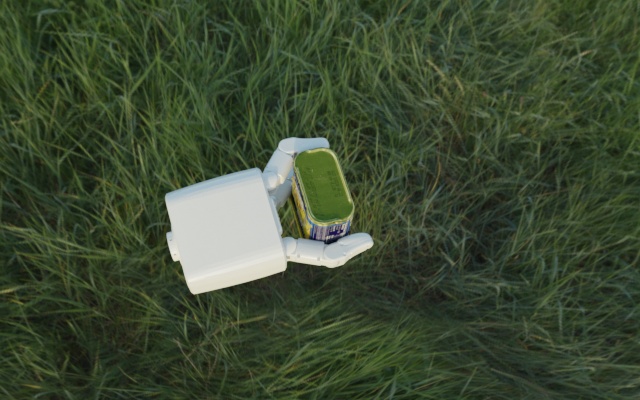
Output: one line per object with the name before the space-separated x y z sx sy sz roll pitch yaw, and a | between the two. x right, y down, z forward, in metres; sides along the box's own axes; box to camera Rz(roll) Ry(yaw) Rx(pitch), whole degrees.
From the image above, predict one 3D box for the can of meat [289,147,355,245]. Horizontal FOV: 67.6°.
can of meat | 0.000 0.002 0.551 0.057 0.102 0.084 -12 -27 -11
